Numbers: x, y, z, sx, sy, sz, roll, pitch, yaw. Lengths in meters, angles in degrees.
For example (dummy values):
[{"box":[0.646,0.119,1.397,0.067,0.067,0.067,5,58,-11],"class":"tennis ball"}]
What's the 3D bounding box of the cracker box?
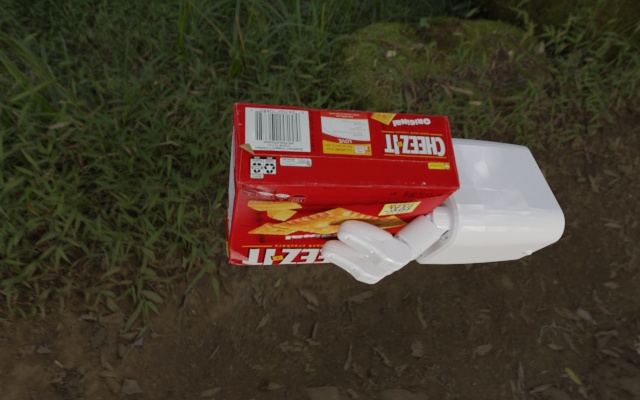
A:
[{"box":[0.000,0.001,0.432,0.164,0.072,0.214,1,-22,-12],"class":"cracker box"}]
